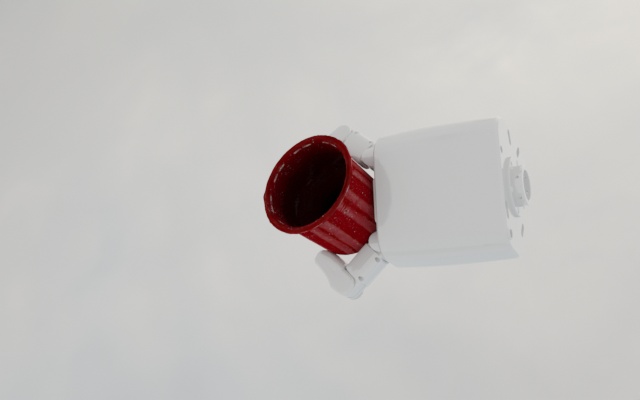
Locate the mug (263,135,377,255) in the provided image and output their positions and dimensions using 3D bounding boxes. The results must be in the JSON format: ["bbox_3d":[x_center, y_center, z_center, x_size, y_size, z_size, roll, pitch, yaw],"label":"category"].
[{"bbox_3d":[-0.001,0.002,0.443,0.117,0.093,0.081,-6,-27,36],"label":"mug"}]
